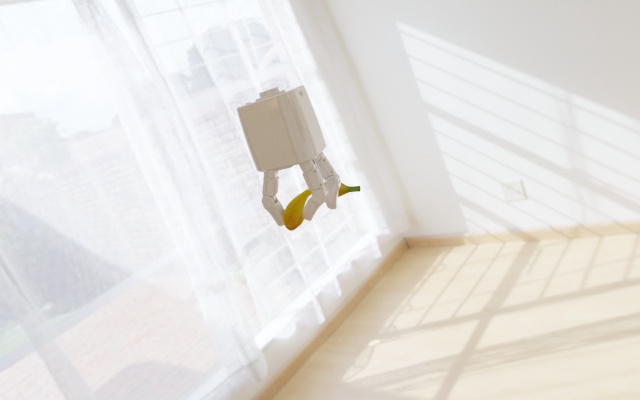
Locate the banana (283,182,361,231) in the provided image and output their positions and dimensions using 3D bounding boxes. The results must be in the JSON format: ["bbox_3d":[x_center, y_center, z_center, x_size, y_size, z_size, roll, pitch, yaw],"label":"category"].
[{"bbox_3d":[-0.012,0.002,0.815,0.069,0.037,0.197,-1,20,40],"label":"banana"}]
